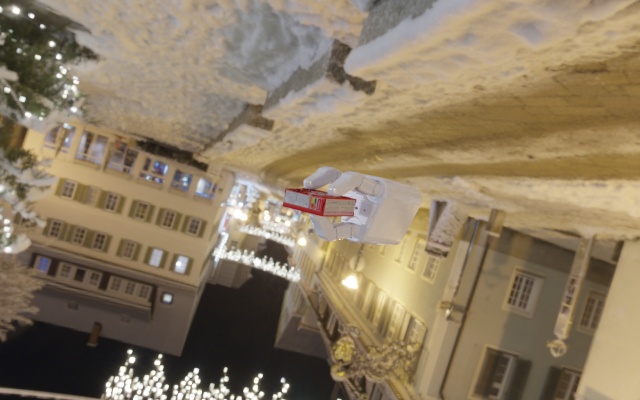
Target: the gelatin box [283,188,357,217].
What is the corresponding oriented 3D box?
[{"bbox_3d":[0.000,0.003,0.707,0.073,0.030,0.089,14,7,34],"label":"gelatin box"}]
